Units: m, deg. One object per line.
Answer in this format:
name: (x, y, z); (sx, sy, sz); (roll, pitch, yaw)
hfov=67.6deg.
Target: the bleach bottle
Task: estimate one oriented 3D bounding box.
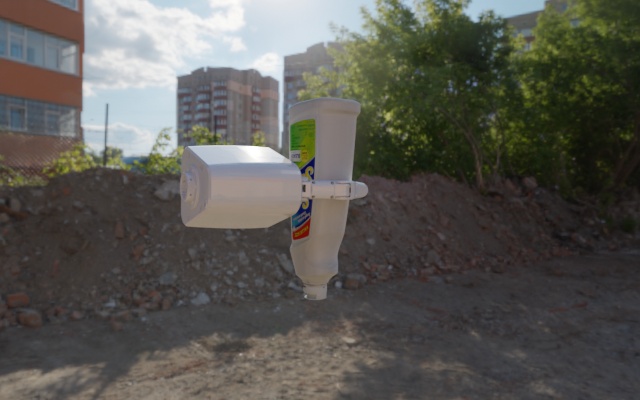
bleach bottle: (0.000, 0.002, 0.612); (0.068, 0.251, 0.102); (0, 2, -32)
